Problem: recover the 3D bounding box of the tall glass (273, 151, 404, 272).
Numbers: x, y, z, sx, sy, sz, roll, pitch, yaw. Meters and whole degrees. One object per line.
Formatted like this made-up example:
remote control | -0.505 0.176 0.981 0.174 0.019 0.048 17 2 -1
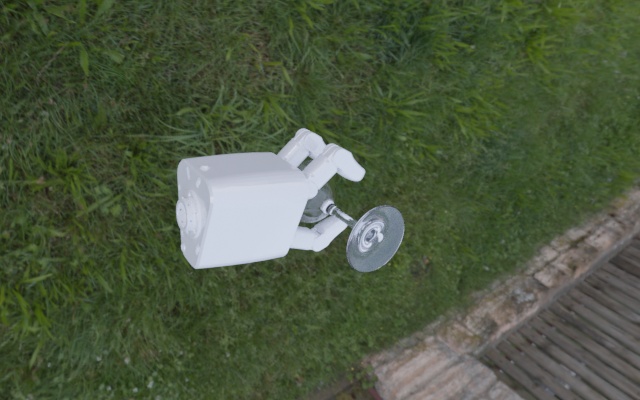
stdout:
tall glass | 0.001 0.002 0.550 0.079 0.079 0.201 0 22 -37
